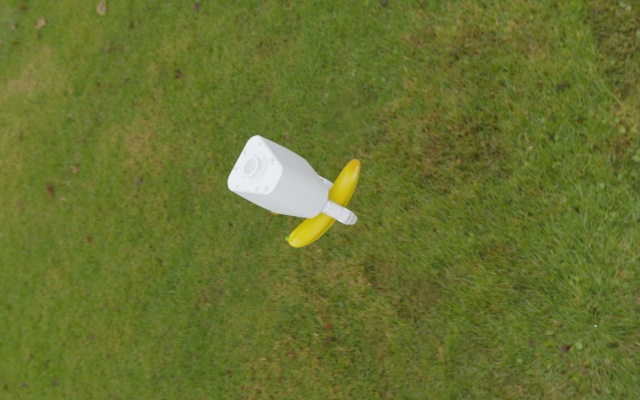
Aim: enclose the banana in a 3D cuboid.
[{"bbox_3d":[0.003,0.016,0.797,0.037,0.198,0.069,29,24,-36],"label":"banana"}]
